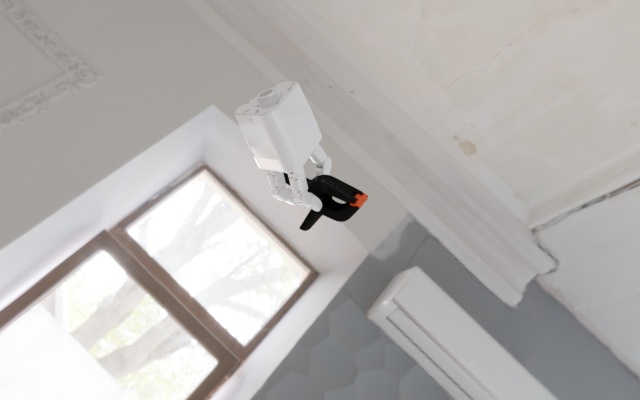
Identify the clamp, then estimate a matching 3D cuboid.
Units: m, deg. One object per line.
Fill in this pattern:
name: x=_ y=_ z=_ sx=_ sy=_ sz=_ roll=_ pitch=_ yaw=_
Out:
clamp: x=0.001 y=0.002 z=0.848 sx=0.210 sy=0.165 sz=0.036 roll=10 pitch=47 yaw=42
